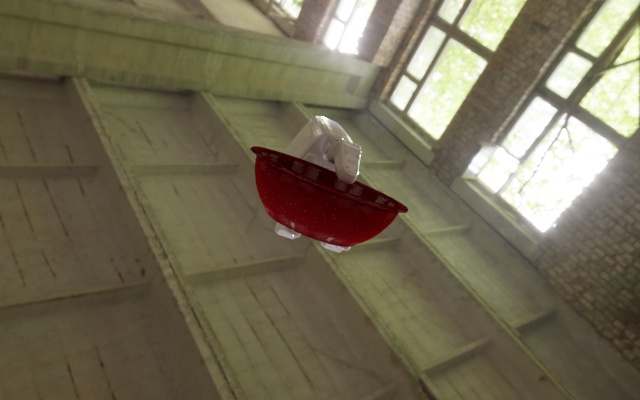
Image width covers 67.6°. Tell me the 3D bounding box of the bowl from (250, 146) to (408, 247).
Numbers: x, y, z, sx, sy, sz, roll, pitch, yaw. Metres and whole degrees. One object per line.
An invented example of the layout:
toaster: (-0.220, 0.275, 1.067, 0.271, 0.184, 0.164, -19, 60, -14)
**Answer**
bowl: (0.000, 0.002, 0.462, 0.162, 0.055, 0.162, 21, 8, -3)
